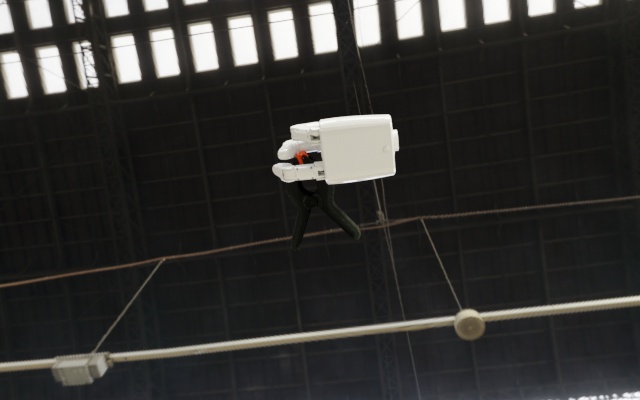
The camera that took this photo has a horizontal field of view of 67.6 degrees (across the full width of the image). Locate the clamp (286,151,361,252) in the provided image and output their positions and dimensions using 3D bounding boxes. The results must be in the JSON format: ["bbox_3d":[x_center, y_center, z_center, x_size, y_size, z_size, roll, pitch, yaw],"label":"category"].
[{"bbox_3d":[0.000,0.002,0.782,0.120,0.171,0.039,-5,20,6],"label":"clamp"}]
